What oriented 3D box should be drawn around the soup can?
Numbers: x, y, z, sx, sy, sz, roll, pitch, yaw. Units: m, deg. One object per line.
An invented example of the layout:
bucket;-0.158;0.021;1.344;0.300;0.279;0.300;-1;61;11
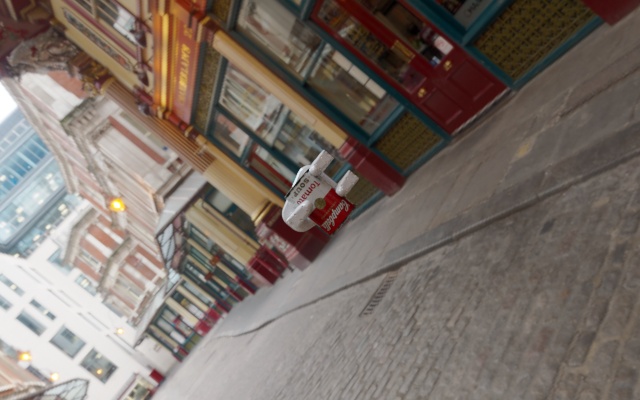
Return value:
soup can;0.000;0.002;0.793;0.102;0.068;0.068;40;-1;-1
